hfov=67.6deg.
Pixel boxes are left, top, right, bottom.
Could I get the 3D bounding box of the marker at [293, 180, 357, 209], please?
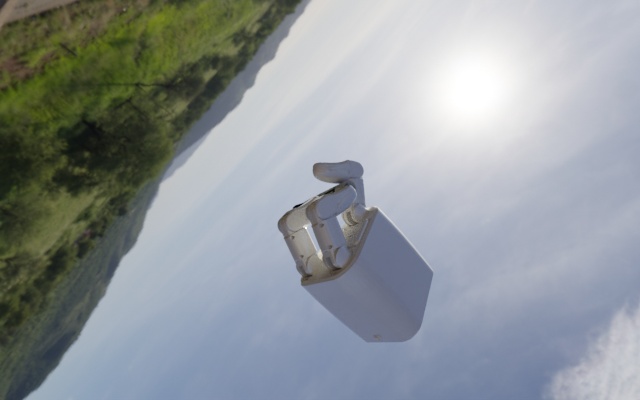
[{"bbox_3d":[0.000,0.002,0.555,0.020,0.020,0.121,0,-14,-32],"label":"marker"}]
